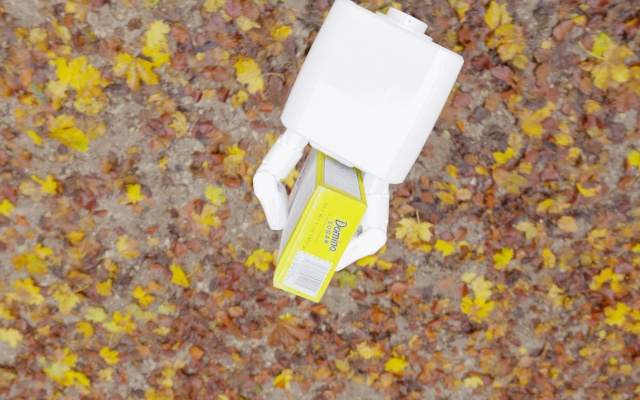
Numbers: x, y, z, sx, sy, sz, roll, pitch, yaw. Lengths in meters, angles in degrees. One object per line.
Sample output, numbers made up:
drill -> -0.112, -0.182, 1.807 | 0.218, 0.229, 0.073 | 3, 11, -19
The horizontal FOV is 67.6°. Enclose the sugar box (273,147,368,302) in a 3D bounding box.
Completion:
sugar box -> 0.001, 0.002, 0.430 | 0.048, 0.093, 0.176 | 24, 22, -6
